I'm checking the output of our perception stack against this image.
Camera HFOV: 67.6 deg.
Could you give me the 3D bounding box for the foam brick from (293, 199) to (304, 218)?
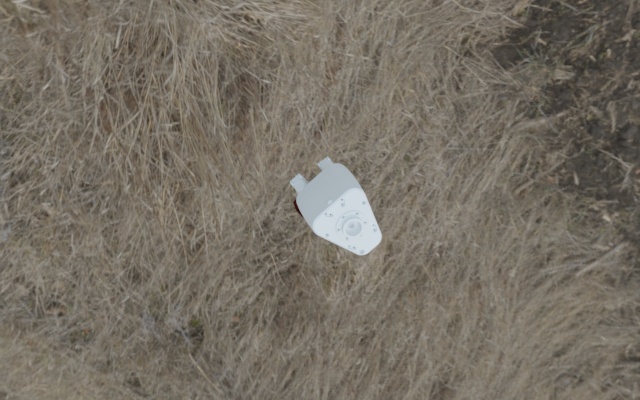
[{"bbox_3d":[0.000,0.003,0.813,0.053,0.078,0.051,46,6,-22],"label":"foam brick"}]
